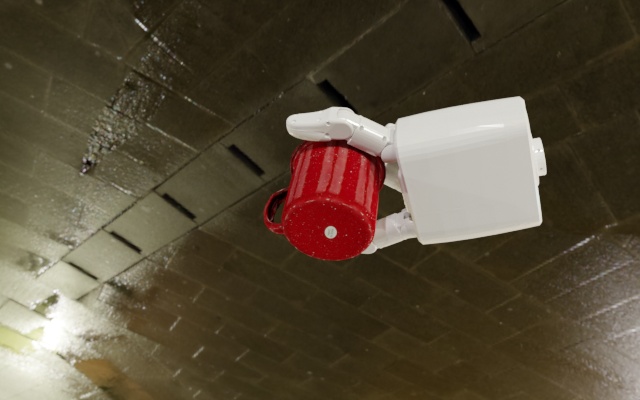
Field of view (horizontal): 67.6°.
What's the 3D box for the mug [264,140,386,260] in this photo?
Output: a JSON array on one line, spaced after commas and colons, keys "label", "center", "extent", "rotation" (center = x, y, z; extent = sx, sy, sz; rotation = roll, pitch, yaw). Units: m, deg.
[{"label": "mug", "center": [-0.001, 0.002, 0.437], "extent": [0.117, 0.093, 0.081], "rotation": [-11, 41, 20]}]
